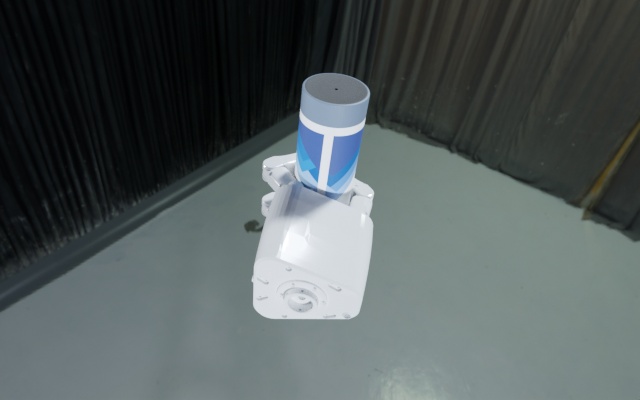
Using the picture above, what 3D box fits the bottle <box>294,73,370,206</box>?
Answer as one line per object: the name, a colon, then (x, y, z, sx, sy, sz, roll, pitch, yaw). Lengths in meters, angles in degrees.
bottle: (0.000, 0.002, 0.560, 0.069, 0.296, 0.069, 5, 41, -4)
